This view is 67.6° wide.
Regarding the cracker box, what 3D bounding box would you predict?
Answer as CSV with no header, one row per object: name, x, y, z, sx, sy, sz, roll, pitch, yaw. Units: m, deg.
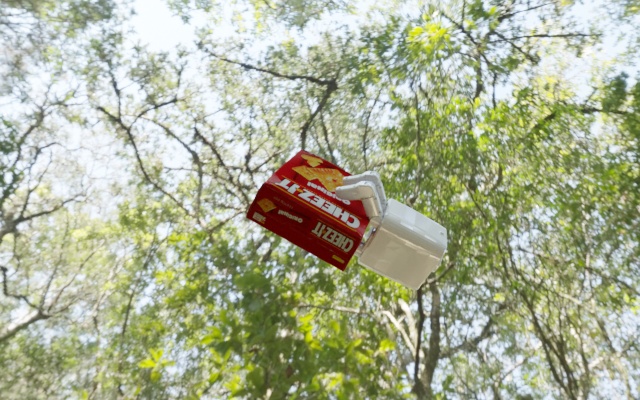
cracker box,0.000,0.003,0.767,0.164,0.072,0.213,28,23,3
